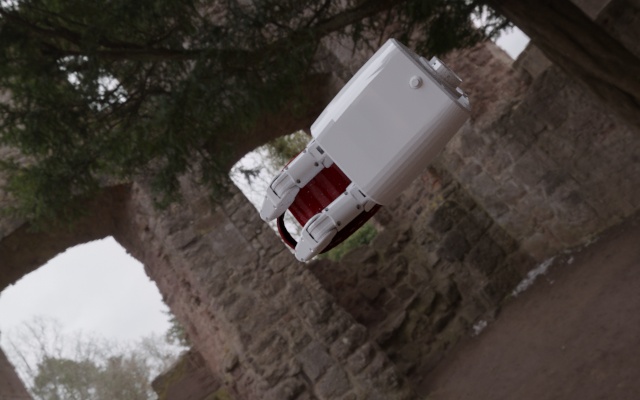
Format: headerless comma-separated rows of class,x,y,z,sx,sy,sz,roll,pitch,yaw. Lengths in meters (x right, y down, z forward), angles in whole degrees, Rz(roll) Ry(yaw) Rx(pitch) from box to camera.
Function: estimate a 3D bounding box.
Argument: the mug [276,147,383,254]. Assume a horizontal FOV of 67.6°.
mug,-0.001,0.002,0.486,0.117,0.081,0.093,-47,-15,23
